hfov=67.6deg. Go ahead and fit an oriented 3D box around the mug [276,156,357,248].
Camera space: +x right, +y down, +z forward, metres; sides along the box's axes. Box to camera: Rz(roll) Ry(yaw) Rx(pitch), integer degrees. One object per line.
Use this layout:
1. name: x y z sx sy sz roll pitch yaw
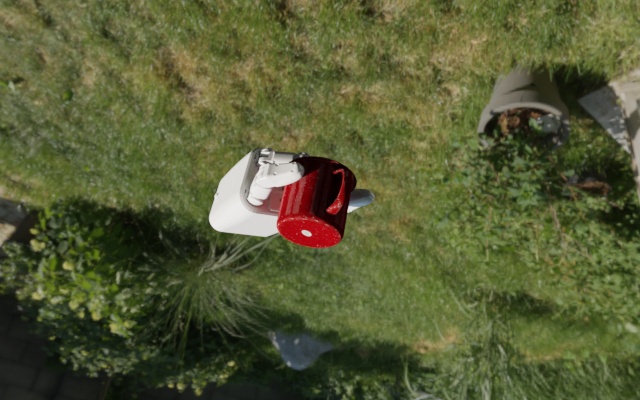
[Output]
1. mug: 0.001 0.002 0.571 0.093 0.081 0.117 27 -33 -27
